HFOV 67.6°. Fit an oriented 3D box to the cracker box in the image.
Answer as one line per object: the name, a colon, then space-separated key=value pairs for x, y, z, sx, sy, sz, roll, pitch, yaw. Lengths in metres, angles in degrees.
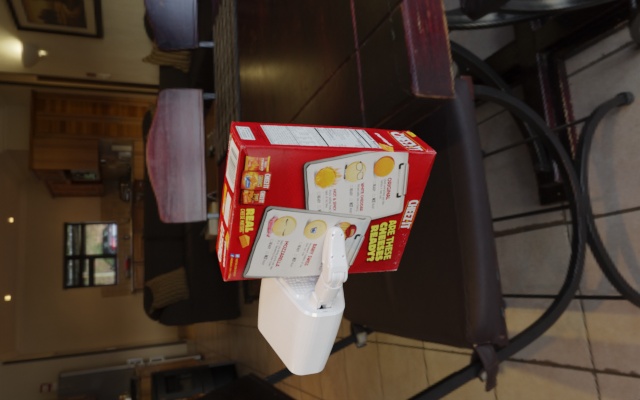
cracker box: x=0.000 y=0.002 z=0.532 sx=0.214 sy=0.164 sz=0.072 roll=-1 pitch=32 yaw=-22
